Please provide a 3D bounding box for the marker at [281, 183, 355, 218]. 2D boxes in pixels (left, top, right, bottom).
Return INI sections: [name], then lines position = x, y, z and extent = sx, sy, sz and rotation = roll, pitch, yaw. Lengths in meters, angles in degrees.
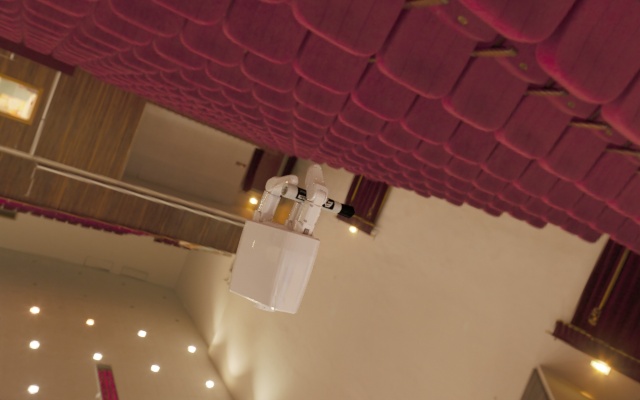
[marker]
position = 0.000, 0.002, 0.670
extent = 0.121, 0.020, 0.020
rotation = 19, -11, -33
